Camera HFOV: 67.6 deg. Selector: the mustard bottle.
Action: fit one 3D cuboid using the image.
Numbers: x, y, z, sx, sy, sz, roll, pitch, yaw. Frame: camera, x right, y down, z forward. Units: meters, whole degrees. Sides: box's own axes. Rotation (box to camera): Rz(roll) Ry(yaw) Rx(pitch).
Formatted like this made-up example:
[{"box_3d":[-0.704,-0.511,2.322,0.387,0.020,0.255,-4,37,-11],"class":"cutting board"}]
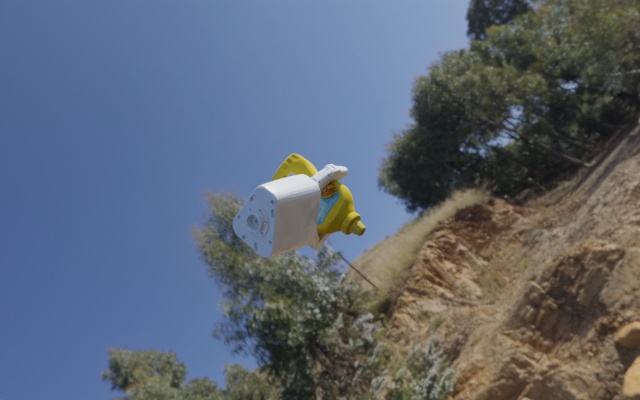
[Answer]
[{"box_3d":[0.000,0.003,0.840,0.191,0.096,0.058,35,5,25],"class":"mustard bottle"}]
